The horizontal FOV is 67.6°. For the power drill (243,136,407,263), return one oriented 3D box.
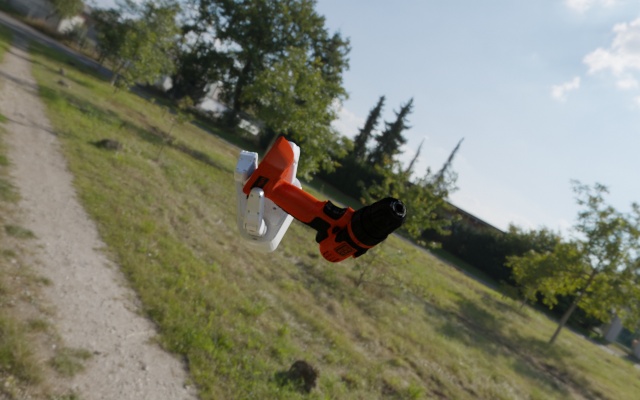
[{"bbox_3d":[0.000,0.002,0.626,0.187,0.057,0.184,38,-35,-8],"label":"power drill"}]
